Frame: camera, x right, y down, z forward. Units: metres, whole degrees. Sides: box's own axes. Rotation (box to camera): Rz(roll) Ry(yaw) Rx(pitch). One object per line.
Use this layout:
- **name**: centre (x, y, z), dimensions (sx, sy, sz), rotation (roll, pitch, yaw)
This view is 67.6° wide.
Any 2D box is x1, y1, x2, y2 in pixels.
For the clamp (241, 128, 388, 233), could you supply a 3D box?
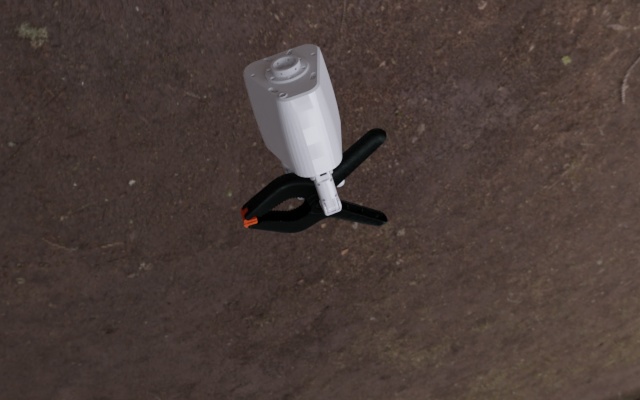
- **clamp**: centre (0.000, 0.003, 0.646), dimensions (0.210, 0.165, 0.036), rotation (-21, 42, -3)
